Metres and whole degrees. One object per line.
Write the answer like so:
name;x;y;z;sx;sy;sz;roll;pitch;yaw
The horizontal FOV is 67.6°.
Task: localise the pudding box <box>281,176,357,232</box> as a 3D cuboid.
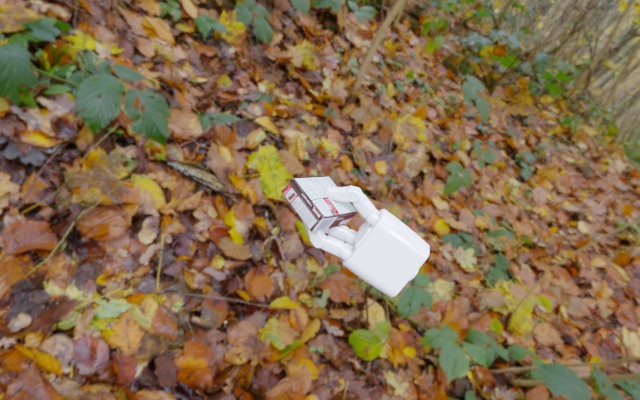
pudding box;0.000;0.003;0.812;0.039;0.090;0.113;-49;-22;25
